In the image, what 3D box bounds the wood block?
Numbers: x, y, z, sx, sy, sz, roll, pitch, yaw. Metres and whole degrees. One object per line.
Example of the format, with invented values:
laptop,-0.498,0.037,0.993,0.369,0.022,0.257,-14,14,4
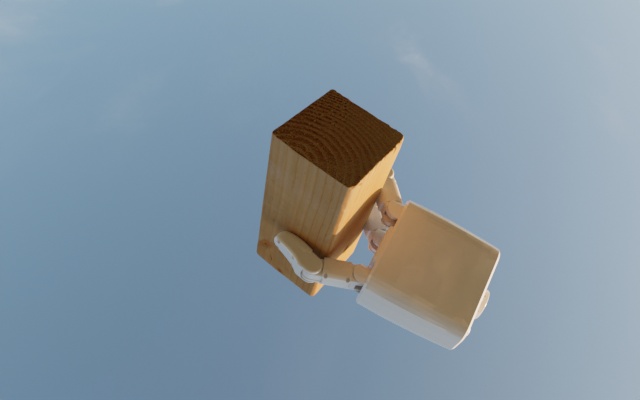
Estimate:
wood block,0.000,0.002,0.504,0.090,0.206,0.090,36,55,15
